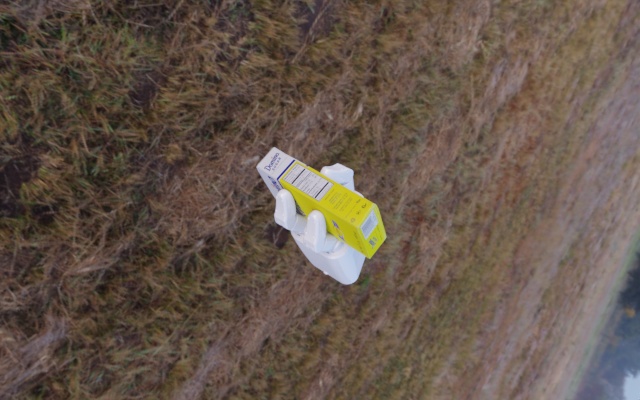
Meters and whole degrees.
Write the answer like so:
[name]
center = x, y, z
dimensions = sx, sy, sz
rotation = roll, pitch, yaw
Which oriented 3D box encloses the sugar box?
[sugar box]
center = 0.000, 0.003, 0.639
dimensions = 0.176, 0.048, 0.093
rotation = 28, -20, 29
